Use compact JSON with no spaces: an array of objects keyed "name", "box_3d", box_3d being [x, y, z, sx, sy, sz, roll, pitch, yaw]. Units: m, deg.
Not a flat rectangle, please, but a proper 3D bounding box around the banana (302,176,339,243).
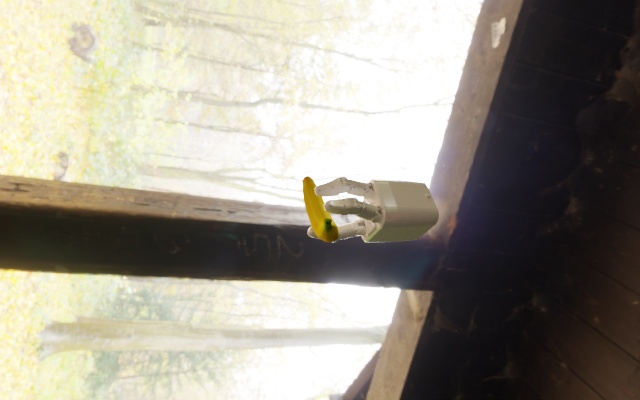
[{"name":"banana","box_3d":[0.001,0.021,0.826,0.037,0.070,0.197,-5,25,-13]}]
